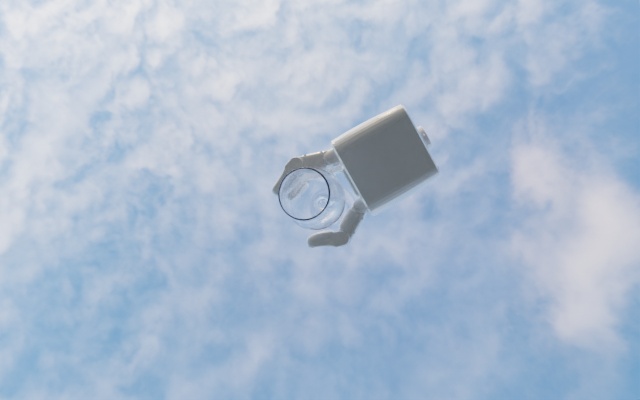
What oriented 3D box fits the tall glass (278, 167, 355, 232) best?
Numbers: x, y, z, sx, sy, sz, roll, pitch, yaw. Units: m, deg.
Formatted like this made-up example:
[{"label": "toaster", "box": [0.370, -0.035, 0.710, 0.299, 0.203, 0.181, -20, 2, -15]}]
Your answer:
[{"label": "tall glass", "box": [0.000, 0.002, 0.642, 0.079, 0.079, 0.201, 0, -6, 11]}]
